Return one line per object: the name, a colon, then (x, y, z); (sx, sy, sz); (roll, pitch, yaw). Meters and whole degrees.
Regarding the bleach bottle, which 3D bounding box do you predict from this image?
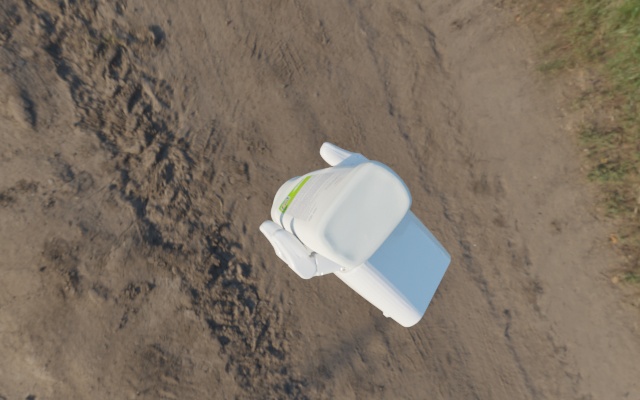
bleach bottle: (0.000, 0.002, 0.548); (0.068, 0.102, 0.251); (43, -8, -18)
